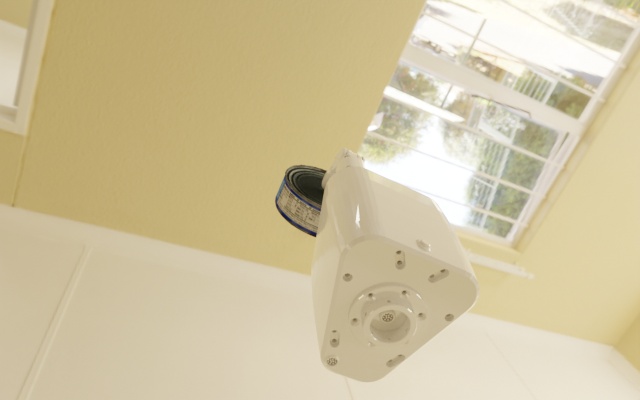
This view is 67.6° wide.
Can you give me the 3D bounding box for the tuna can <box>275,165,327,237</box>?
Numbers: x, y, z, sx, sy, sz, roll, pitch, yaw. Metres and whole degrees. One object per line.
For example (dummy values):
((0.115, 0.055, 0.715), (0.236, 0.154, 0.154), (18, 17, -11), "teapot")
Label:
((0.000, 0.002, 0.465), (0.086, 0.034, 0.086), (21, 25, -10), "tuna can")
